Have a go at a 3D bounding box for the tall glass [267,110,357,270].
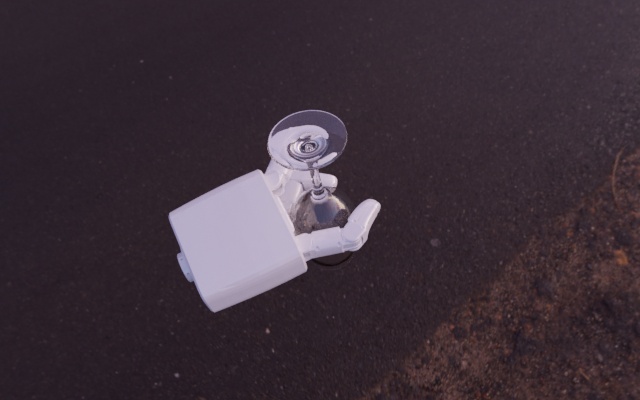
[{"bbox_3d":[0.000,0.001,0.514,0.079,0.079,0.201,0,-35,9],"label":"tall glass"}]
